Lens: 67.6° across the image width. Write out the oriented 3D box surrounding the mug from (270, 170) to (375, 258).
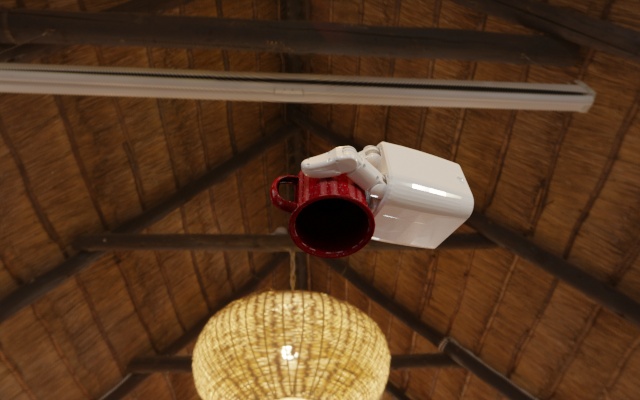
[{"bbox_3d":[-0.001,0.001,0.538,0.117,0.093,0.081,14,38,-13],"label":"mug"}]
